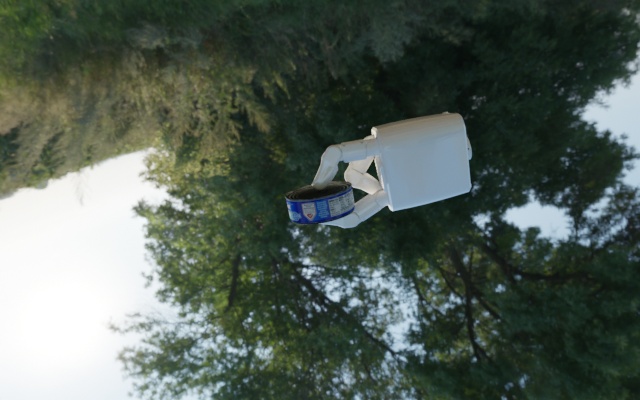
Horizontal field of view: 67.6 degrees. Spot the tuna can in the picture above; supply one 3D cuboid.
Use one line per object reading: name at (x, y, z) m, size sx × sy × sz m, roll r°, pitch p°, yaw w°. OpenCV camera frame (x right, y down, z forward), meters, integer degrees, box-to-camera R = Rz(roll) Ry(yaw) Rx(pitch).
tuna can at (0.000, 0.003, 0.607) m, size 0.086 × 0.034 × 0.086 m, roll -10°, pitch 13°, yaw 2°
